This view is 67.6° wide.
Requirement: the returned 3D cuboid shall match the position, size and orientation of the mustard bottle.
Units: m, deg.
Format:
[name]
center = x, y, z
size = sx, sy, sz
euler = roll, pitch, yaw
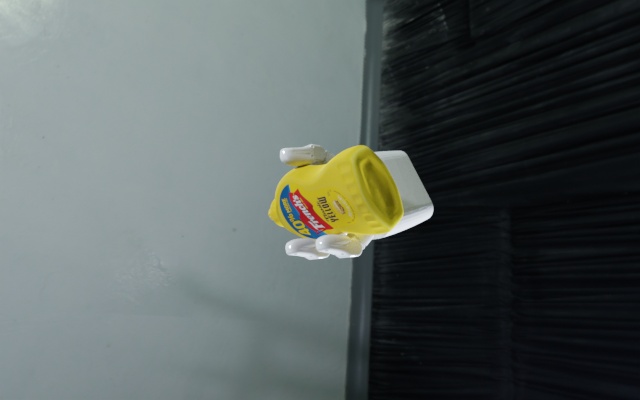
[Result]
[mustard bottle]
center = 0.000, 0.002, 0.566
size = 0.191, 0.096, 0.058
euler = -14, 24, 48
